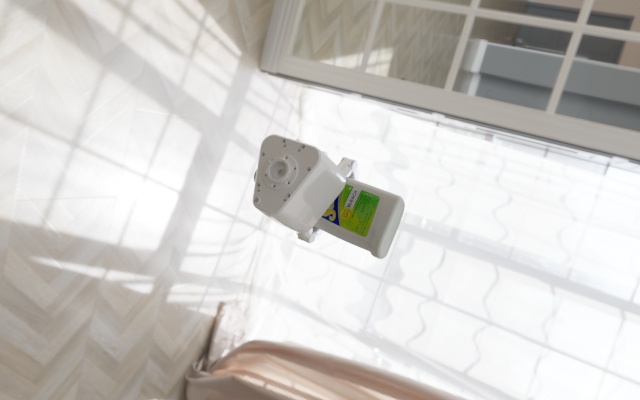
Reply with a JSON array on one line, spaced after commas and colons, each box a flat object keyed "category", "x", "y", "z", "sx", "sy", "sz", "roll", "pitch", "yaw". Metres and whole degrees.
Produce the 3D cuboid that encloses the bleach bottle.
[{"category": "bleach bottle", "x": 0.000, "y": 0.002, "z": 0.759, "sx": 0.251, "sy": 0.102, "sz": 0.068, "roll": 19, "pitch": -9, "yaw": 23}]
